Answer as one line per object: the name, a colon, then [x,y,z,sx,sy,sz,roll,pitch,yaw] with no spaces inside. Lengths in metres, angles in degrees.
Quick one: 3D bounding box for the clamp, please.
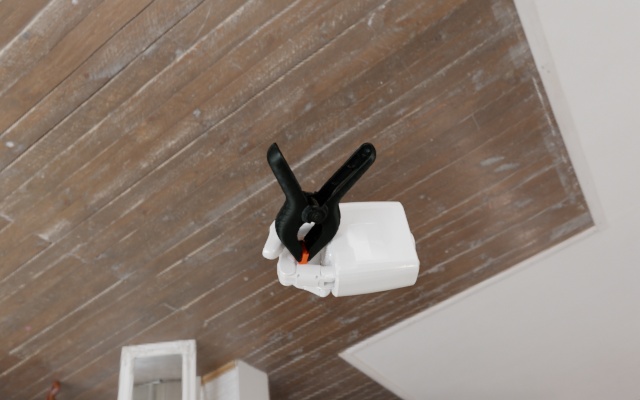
clamp: [0.000,0.002,0.544,0.120,0.172,0.039,-5,43,-10]
